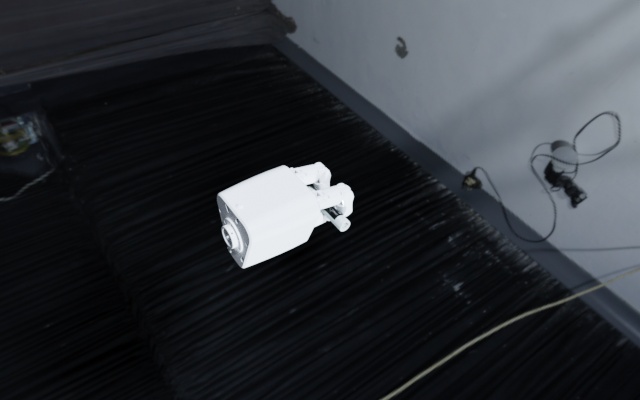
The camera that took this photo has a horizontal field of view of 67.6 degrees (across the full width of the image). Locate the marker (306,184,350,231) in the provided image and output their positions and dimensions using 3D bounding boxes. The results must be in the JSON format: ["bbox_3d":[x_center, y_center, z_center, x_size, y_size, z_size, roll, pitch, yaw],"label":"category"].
[{"bbox_3d":[0.000,0.002,0.717,0.020,0.020,0.121,0,36,-46],"label":"marker"}]
